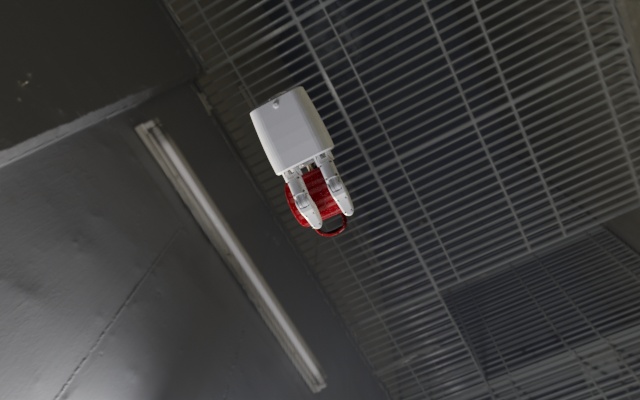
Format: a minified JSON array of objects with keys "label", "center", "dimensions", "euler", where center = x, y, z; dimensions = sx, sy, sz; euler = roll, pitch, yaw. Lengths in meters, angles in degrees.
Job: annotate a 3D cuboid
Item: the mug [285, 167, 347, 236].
[{"label":"mug","center":[0.001,0.004,0.777],"dimensions":[0.081,0.117,0.093],"euler":[-25,2,12]}]
